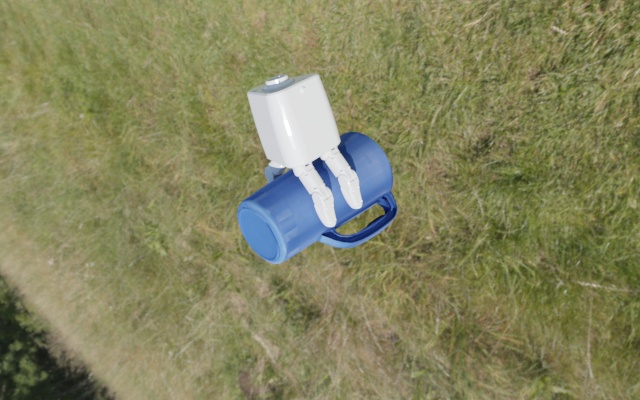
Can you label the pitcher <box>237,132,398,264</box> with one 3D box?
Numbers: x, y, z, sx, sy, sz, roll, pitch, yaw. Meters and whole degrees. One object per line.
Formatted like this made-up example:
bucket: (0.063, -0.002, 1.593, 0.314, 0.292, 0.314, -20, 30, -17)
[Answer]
pitcher: (0.000, 0.002, 0.756, 0.242, 0.145, 0.149, -33, 29, -33)
